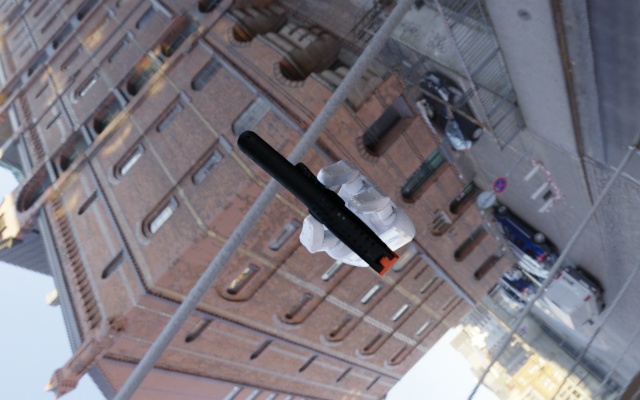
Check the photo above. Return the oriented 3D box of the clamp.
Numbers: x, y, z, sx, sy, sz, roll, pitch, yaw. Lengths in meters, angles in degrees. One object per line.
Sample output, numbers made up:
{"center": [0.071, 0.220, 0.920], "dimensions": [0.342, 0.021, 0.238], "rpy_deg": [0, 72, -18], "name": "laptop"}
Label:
{"center": [0.000, 0.003, 0.543], "dimensions": [0.210, 0.036, 0.164], "rpy_deg": [45, 8, 27], "name": "clamp"}
